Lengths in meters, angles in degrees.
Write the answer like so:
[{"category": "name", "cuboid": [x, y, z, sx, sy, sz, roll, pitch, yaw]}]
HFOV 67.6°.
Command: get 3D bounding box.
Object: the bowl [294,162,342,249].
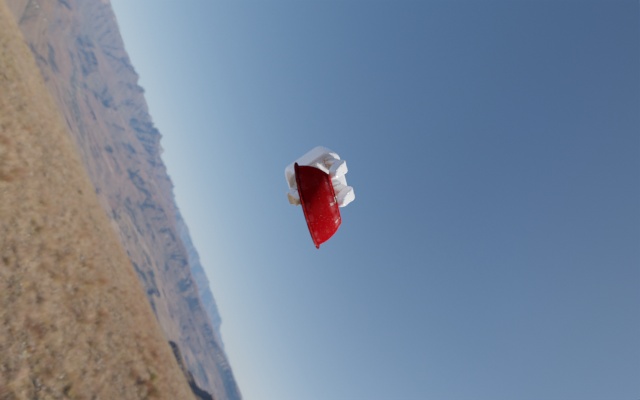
[{"category": "bowl", "cuboid": [0.001, 0.003, 0.854, 0.055, 0.162, 0.162, -15, -1, 4]}]
